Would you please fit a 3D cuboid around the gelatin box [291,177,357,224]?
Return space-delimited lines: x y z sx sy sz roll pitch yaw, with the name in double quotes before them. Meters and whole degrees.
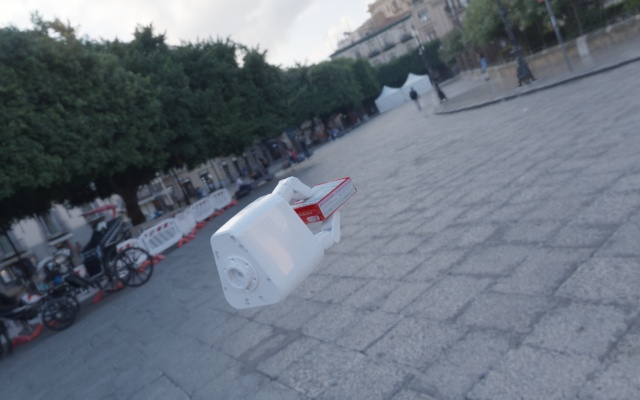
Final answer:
"gelatin box" 0.000 0.002 0.712 0.073 0.030 0.089 -13 21 46
